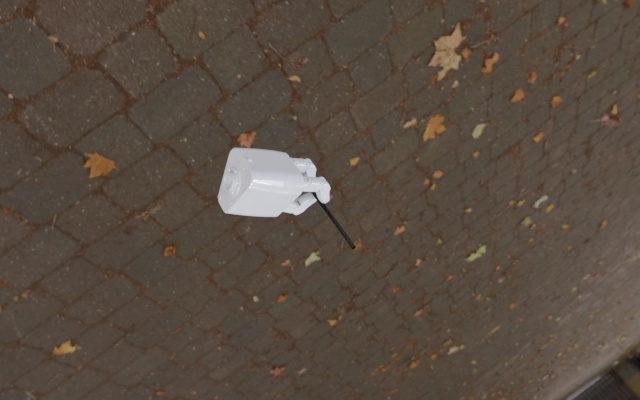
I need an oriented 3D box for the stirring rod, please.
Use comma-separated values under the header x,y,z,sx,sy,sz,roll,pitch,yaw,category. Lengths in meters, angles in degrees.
x,y,z,sx,sy,sz,roll,pitch,yaw,category
0.000,0.003,0.895,0.011,0.011,0.239,0,41,-39,stirring rod
